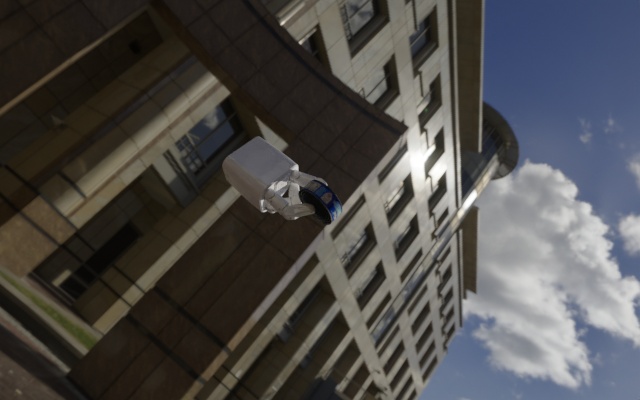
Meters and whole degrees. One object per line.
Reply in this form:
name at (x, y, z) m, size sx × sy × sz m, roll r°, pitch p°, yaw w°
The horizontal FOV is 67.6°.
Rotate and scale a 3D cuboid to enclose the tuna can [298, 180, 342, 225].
tuna can at (0.001, 0.003, 0.897) m, size 0.033 × 0.086 × 0.086 m, roll -43°, pitch 18°, yaw -21°
